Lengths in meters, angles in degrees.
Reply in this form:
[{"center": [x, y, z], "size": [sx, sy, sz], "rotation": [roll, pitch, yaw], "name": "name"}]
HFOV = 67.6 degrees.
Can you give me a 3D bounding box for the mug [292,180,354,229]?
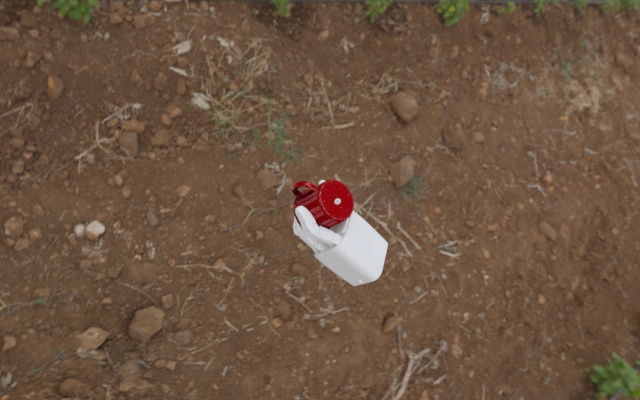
[{"center": [-0.001, 0.002, 0.895], "size": [0.117, 0.093, 0.081], "rotation": [40, -36, -17], "name": "mug"}]
